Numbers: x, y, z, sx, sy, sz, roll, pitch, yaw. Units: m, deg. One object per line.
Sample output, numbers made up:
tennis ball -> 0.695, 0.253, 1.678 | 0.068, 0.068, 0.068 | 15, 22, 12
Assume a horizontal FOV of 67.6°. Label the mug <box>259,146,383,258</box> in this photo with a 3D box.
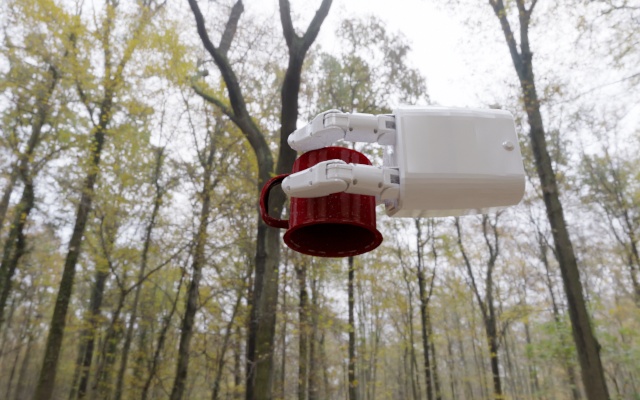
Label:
mug -> -0.001, 0.001, 0.461 | 0.117, 0.081, 0.093 | 1, -26, -1
